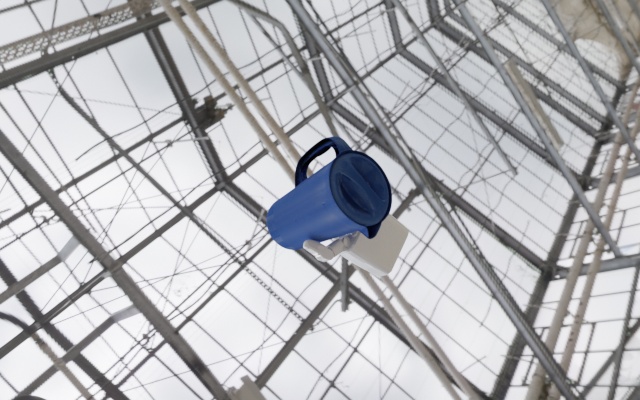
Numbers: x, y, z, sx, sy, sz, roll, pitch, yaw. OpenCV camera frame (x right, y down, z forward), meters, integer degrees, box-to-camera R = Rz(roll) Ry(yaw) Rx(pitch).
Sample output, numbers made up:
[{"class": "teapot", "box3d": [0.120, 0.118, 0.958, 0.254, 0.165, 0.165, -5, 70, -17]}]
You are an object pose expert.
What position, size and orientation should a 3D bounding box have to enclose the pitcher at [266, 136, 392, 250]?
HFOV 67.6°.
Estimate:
[{"class": "pitcher", "box3d": [0.000, 0.003, 0.869, 0.145, 0.149, 0.243, 33, -34, -23]}]
